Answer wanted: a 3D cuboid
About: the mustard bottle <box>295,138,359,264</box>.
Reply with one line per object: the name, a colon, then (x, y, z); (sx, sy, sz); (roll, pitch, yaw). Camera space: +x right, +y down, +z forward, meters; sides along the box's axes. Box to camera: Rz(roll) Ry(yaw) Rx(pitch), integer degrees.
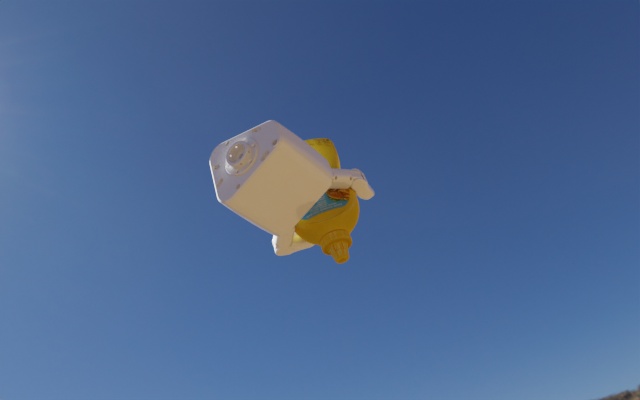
mustard bottle: (0.000, 0.002, 0.653); (0.096, 0.191, 0.058); (-19, -37, -2)
